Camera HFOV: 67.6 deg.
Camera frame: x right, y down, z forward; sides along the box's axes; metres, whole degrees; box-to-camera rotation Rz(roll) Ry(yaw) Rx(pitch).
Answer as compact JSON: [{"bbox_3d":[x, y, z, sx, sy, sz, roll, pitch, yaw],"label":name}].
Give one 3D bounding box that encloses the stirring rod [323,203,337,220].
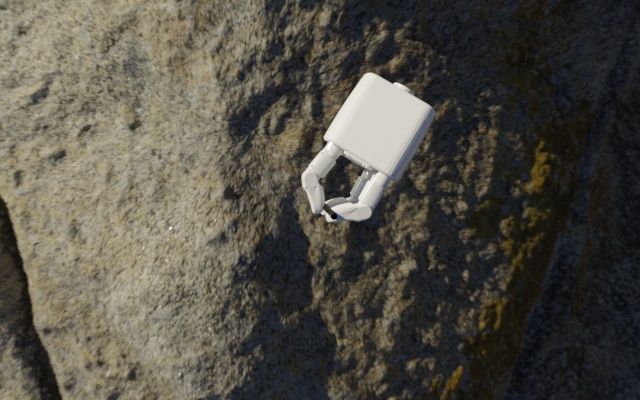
[{"bbox_3d":[0.000,0.002,0.695,0.011,0.011,0.239,0,8,-8],"label":"stirring rod"}]
